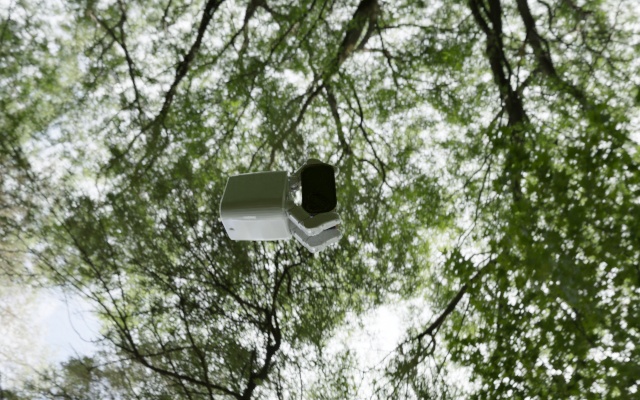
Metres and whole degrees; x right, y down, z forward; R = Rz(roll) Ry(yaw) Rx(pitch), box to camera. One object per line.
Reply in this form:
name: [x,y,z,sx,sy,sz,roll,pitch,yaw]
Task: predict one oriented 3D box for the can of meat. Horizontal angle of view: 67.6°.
can of meat: [0.000,0.003,0.812,0.057,0.102,0.084,-5,-36,2]
